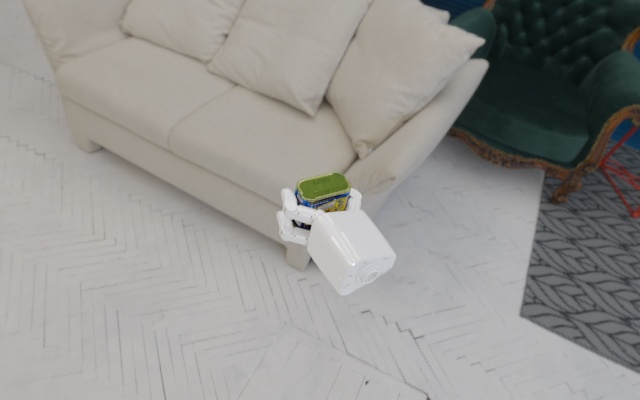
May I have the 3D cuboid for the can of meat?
[{"bbox_3d":[0.000,0.002,0.842,0.102,0.084,0.057,-15,51,-25],"label":"can of meat"}]
